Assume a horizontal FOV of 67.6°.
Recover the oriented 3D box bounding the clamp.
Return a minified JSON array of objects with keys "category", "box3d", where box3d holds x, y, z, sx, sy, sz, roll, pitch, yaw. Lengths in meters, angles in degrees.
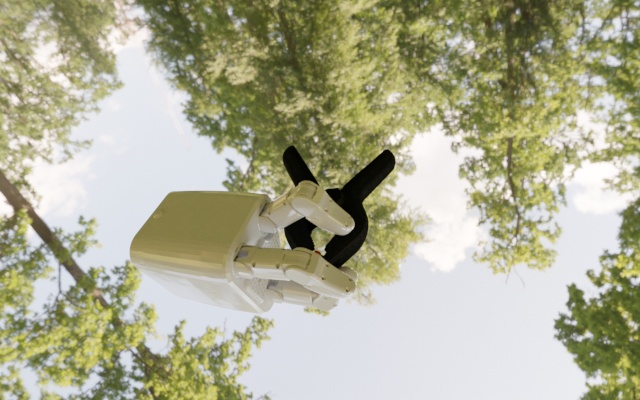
[{"category":"clamp","box3d":[0.000,0.002,0.469,0.120,0.039,0.171,6,44,19]}]
